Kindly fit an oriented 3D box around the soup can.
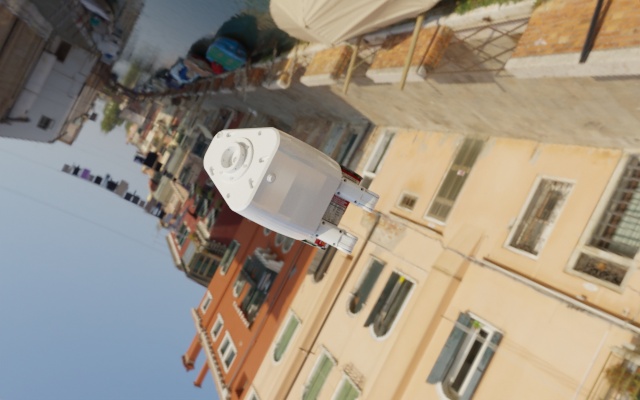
[{"bbox_3d":[0.000,0.002,0.593,0.068,0.102,0.068,27,0,0],"label":"soup can"}]
